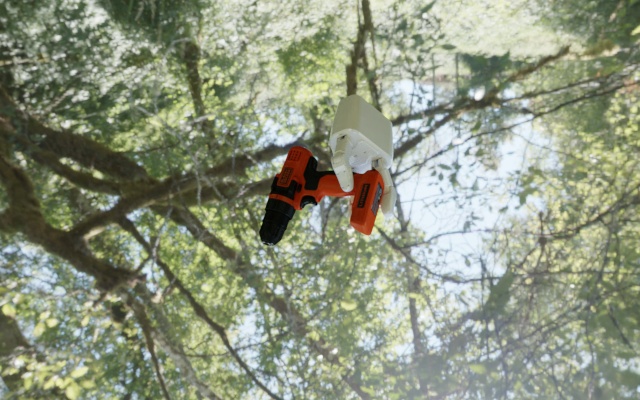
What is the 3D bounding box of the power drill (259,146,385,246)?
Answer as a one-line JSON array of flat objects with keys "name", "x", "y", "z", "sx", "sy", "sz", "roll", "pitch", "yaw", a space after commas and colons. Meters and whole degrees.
[{"name": "power drill", "x": 0.001, "y": 0.002, "z": 0.793, "sx": 0.187, "sy": 0.184, "sz": 0.057, "roll": 11, "pitch": -18, "yaw": 22}]
